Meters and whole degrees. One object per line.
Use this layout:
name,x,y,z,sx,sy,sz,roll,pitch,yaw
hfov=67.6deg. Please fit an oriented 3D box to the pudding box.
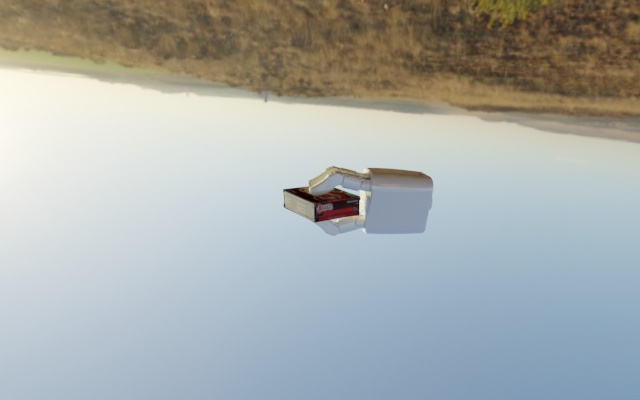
pudding box,0.000,0.003,0.817,0.090,0.039,0.113,-7,14,-31
